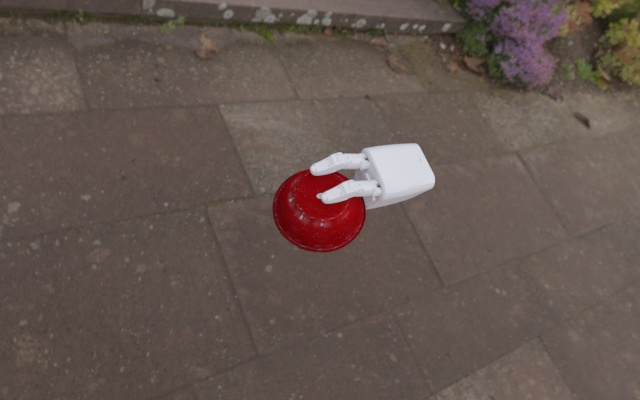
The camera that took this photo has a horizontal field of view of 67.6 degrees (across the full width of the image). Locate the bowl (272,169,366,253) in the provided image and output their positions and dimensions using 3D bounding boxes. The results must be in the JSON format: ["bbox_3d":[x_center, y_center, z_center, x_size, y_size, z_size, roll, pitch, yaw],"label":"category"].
[{"bbox_3d":[-0.001,0.003,0.797,0.162,0.162,0.055,0,-27,-5],"label":"bowl"}]
